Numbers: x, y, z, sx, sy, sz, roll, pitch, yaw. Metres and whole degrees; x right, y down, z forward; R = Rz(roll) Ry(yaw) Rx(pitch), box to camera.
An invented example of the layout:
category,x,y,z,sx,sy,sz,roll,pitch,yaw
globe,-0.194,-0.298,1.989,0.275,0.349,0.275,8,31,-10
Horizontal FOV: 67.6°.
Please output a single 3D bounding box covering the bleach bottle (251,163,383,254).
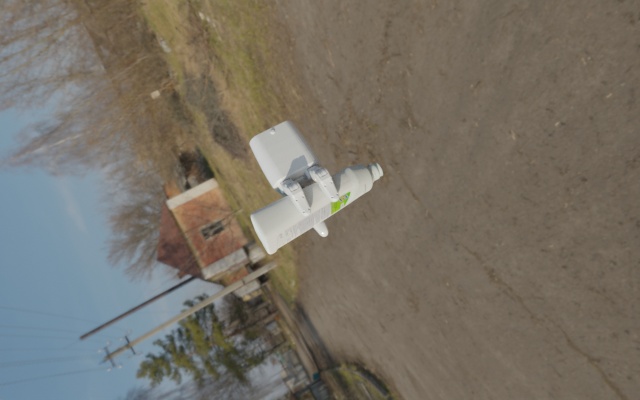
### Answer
category,x,y,z,sx,sy,sz,roll,pitch,yaw
bleach bottle,0.000,0.003,0.869,0.251,0.068,0.103,-28,-19,-12
